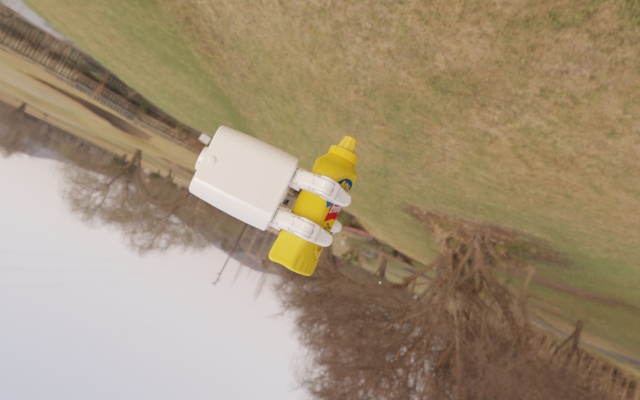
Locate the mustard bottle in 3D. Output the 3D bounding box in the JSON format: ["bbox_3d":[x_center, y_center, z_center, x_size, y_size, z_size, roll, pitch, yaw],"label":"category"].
[{"bbox_3d":[0.000,0.002,0.633,0.058,0.191,0.096,23,-6,18],"label":"mustard bottle"}]
